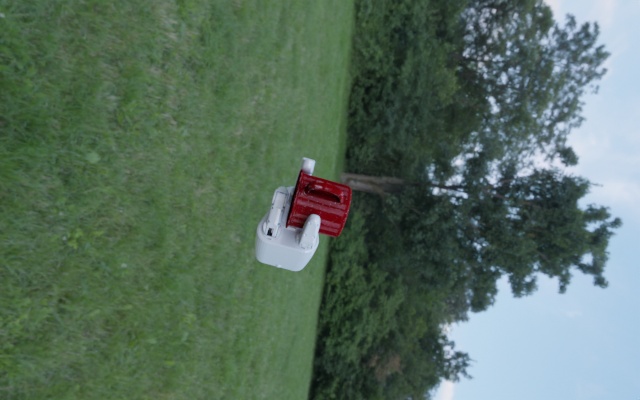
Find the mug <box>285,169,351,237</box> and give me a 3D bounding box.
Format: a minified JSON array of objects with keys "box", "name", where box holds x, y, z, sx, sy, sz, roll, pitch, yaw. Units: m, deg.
[{"box":[0.001,0.002,0.713,0.081,0.093,0.117,15,-28,-6],"name":"mug"}]
